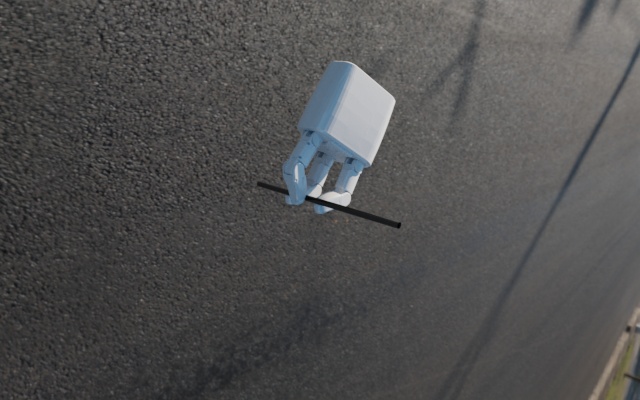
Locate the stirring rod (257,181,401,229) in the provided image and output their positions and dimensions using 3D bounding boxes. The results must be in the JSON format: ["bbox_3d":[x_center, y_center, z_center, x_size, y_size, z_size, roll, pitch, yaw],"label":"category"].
[{"bbox_3d":[0.000,0.002,0.619,0.239,0.011,0.011,16,10,39],"label":"stirring rod"}]
